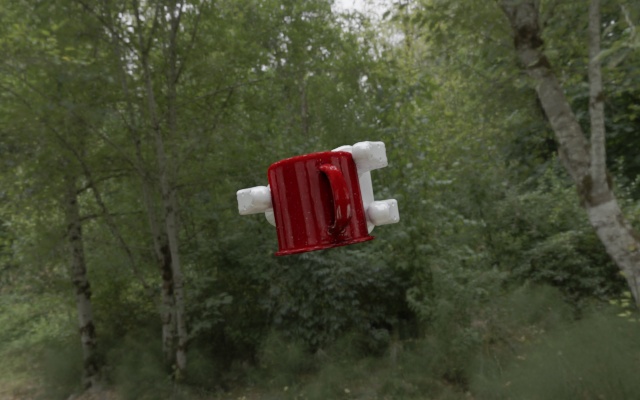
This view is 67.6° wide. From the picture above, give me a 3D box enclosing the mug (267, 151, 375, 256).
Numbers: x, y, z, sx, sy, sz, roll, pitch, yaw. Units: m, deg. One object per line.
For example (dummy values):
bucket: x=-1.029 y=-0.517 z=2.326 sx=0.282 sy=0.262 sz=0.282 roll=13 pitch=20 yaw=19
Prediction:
mug: x=0.000 y=0.001 z=0.423 sx=0.093 sy=0.081 sz=0.117 roll=-9 pitch=-3 yaw=-14
